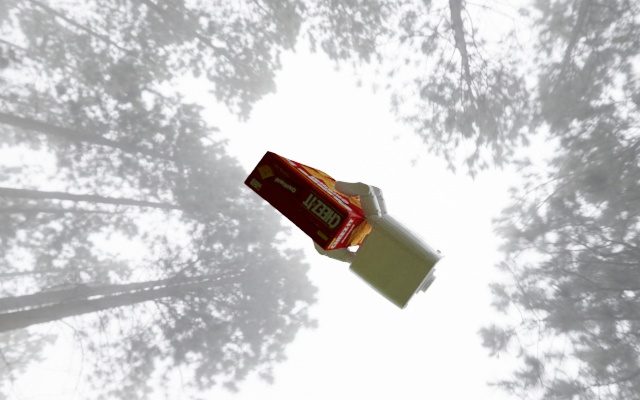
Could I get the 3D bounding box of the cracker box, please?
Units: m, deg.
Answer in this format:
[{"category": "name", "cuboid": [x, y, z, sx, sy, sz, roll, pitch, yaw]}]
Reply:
[{"category": "cracker box", "cuboid": [0.000, 0.003, 0.773, 0.164, 0.072, 0.214, 38, 9, 18]}]
